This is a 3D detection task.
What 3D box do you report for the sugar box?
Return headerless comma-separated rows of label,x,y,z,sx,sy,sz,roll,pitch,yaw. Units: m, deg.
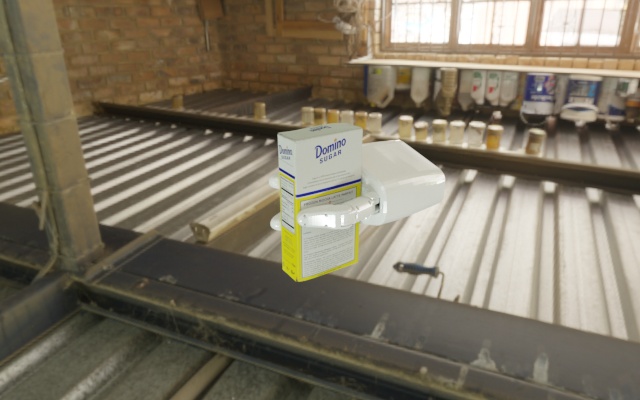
sugar box,0.000,0.002,0.564,0.093,0.176,0.048,-14,25,-31
